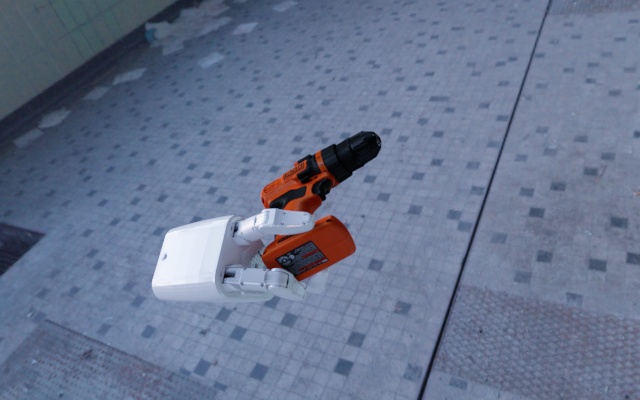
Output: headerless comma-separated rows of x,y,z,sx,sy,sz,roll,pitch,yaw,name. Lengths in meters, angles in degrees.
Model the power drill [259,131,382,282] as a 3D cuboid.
0.000,0.002,0.587,0.184,0.057,0.187,-31,28,20,power drill
